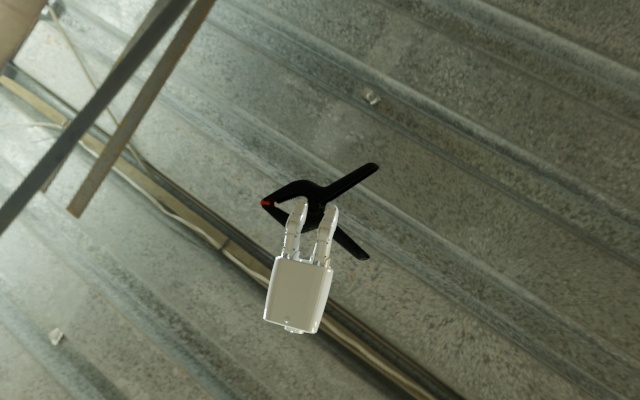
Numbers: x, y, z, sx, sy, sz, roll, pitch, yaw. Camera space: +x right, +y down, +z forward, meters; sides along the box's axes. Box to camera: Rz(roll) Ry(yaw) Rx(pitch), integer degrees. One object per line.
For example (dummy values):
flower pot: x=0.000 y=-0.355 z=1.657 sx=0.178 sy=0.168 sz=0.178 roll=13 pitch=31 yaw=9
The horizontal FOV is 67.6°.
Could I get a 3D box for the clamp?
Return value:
clamp: x=0.000 y=0.003 z=0.819 sx=0.210 sy=0.164 sz=0.036 roll=11 pitch=-10 yaw=20
